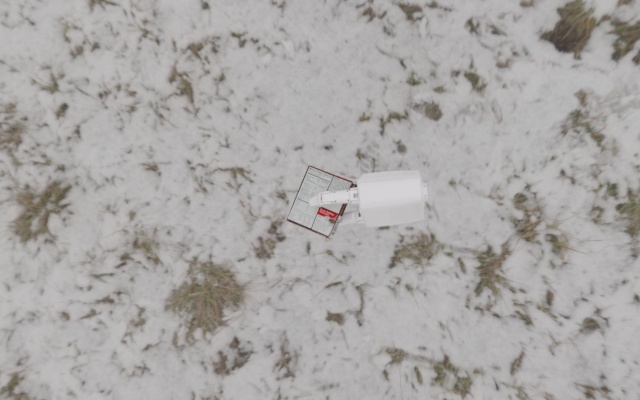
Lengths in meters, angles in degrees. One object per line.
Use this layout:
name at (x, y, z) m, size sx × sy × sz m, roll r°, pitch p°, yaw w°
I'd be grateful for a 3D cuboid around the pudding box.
pudding box at (0.000, 0.003, 0.877) m, size 0.090 × 0.113 × 0.039 m, roll 23°, pitch -3°, yaw 13°
